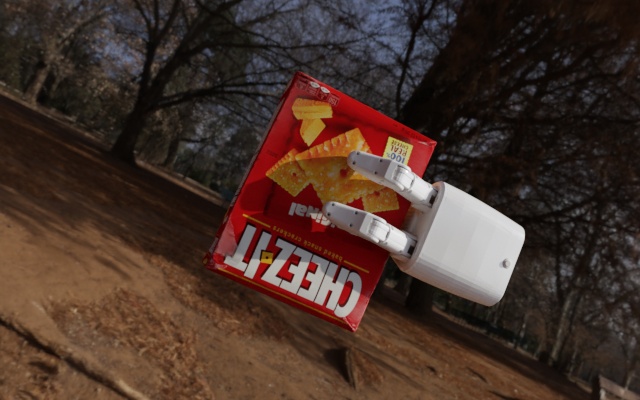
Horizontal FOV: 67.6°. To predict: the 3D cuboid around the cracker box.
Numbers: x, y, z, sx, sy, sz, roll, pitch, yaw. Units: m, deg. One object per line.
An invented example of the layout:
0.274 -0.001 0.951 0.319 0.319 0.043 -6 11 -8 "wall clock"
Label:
0.000 0.001 0.491 0.164 0.213 0.072 26 -8 -11 "cracker box"
